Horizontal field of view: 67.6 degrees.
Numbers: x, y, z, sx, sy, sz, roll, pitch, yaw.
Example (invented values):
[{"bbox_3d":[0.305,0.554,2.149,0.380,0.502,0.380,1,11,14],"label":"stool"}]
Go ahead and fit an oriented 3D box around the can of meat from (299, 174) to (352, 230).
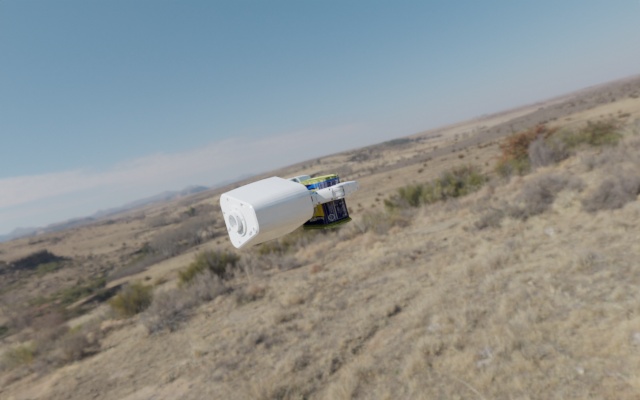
[{"bbox_3d":[0.000,0.002,0.834,0.057,0.084,0.102,-19,7,-32],"label":"can of meat"}]
